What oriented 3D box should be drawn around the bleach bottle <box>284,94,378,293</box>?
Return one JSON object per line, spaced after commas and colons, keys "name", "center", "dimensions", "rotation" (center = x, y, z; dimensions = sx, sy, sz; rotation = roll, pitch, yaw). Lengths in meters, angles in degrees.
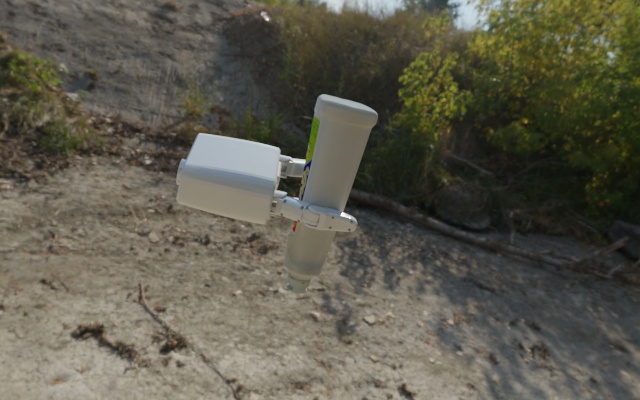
{"name": "bleach bottle", "center": [0.000, 0.002, 0.590], "dimensions": [0.068, 0.251, 0.102], "rotation": [12, 16, -9]}
